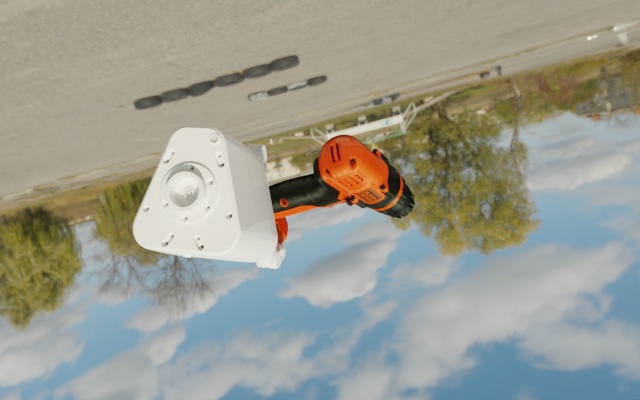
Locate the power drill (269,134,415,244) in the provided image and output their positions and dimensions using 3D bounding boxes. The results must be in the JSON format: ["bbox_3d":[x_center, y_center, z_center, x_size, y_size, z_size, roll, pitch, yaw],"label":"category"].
[{"bbox_3d":[0.000,0.002,0.540,0.188,0.057,0.184,-22,-28,23],"label":"power drill"}]
